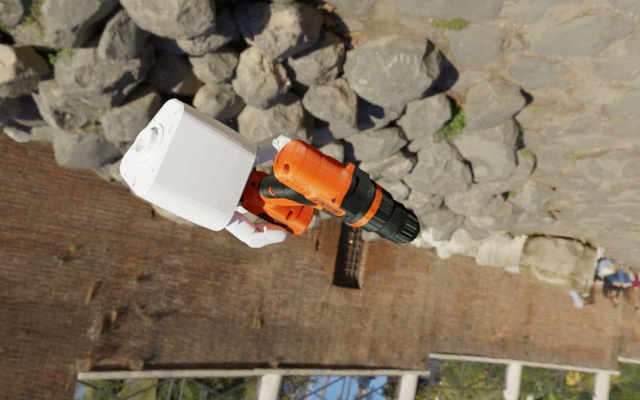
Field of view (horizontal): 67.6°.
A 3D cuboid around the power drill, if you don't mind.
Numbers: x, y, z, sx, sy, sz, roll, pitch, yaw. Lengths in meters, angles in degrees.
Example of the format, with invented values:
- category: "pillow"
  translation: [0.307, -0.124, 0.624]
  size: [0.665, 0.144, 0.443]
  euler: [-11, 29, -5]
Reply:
- category: "power drill"
  translation: [0.000, 0.002, 0.560]
  size: [0.184, 0.057, 0.187]
  euler: [32, -22, -24]
